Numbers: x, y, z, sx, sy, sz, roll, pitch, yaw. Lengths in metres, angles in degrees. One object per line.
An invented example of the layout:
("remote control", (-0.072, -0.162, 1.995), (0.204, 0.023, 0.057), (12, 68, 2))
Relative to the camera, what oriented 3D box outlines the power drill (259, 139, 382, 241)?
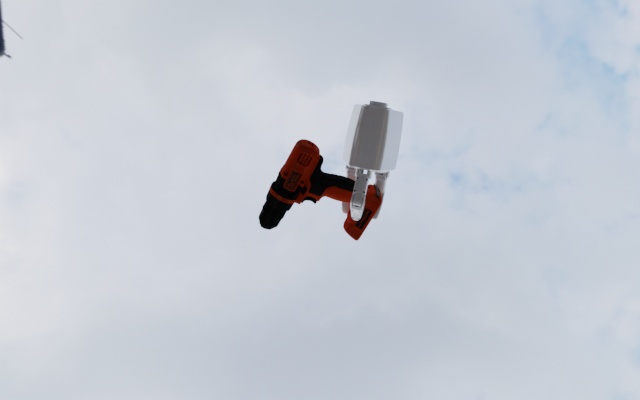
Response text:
("power drill", (0.001, 0.003, 0.858), (0.188, 0.184, 0.057), (23, 25, -16))
